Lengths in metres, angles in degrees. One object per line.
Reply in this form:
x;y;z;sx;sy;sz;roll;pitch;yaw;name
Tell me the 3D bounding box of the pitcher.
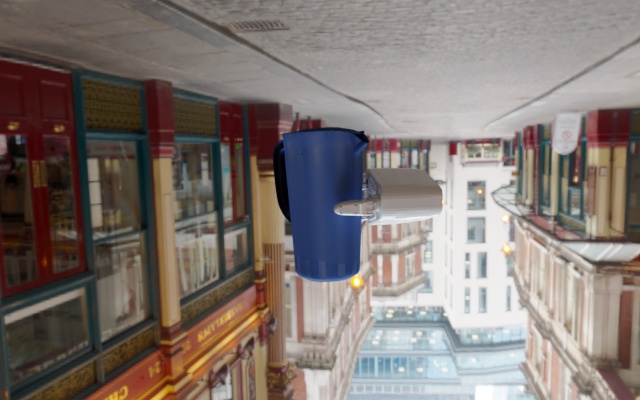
0.000;0.003;0.787;0.145;0.243;0.149;-3;7;-8;pitcher
